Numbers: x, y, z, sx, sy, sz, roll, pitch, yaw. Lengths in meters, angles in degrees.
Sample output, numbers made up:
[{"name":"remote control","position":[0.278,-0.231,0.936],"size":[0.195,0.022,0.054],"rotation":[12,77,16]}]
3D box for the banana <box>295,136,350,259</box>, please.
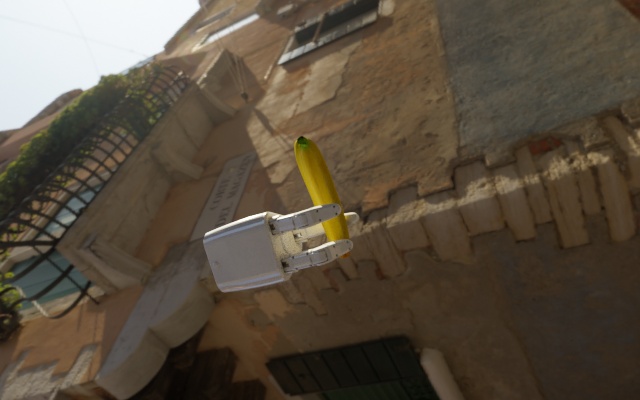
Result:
[{"name":"banana","position":[0.001,-0.010,0.668],"size":[0.037,0.198,0.069],"rotation":[-15,29,15]}]
